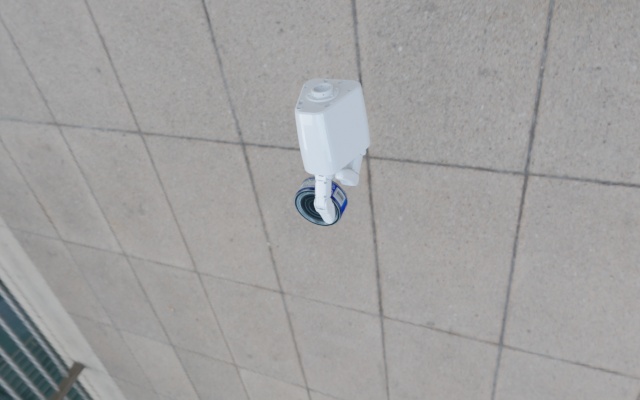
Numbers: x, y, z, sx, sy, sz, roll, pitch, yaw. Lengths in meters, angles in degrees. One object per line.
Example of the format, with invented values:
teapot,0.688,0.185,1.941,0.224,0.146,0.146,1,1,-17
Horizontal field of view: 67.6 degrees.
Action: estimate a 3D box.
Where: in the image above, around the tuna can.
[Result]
tuna can,0.000,0.003,0.797,0.086,0.086,0.033,0,42,29
